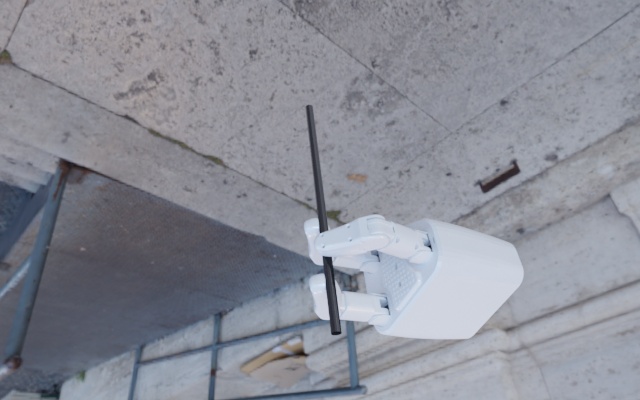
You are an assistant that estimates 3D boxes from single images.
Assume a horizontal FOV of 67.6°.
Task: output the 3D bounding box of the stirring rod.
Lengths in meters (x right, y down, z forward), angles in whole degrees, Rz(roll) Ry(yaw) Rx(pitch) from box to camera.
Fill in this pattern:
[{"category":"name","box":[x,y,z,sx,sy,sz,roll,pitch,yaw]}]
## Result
[{"category":"stirring rod","box":[0.000,0.001,0.424,0.011,0.239,0.011,-5,-35,-3]}]
